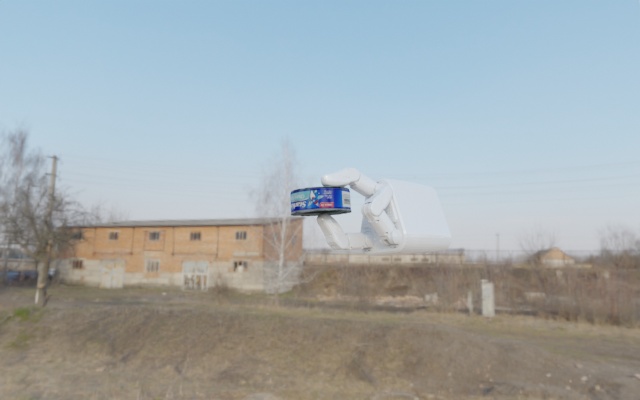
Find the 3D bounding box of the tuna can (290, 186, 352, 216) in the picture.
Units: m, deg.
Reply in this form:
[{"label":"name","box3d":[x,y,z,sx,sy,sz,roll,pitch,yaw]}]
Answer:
[{"label":"tuna can","box3d":[0.000,0.002,0.672,0.086,0.033,0.086,-3,-6,0]}]
